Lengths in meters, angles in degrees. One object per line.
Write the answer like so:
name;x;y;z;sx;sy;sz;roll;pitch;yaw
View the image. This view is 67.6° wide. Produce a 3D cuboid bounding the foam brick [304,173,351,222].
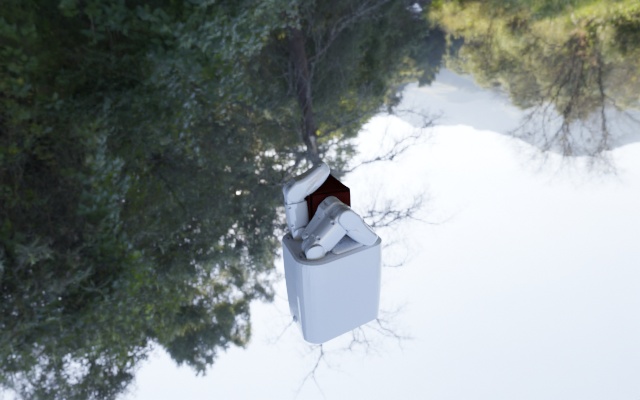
foam brick;0.000;0.002;0.589;0.053;0.051;0.078;-9;20;-16
